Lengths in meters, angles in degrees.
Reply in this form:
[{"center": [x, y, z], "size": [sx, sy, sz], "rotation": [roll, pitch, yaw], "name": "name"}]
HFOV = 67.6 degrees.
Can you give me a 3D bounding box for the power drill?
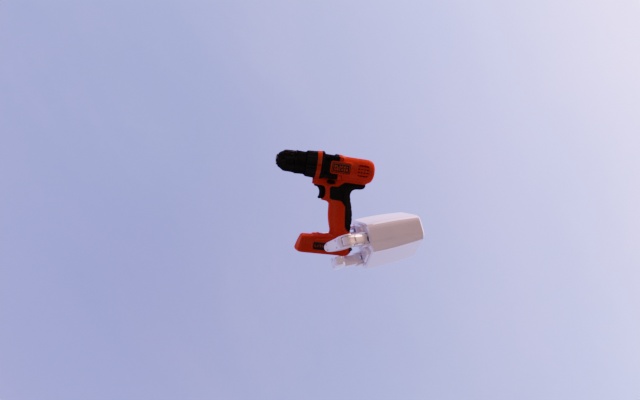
[{"center": [0.000, 0.003, 0.882], "size": [0.184, 0.187, 0.057], "rotation": [7, 6, -5], "name": "power drill"}]
